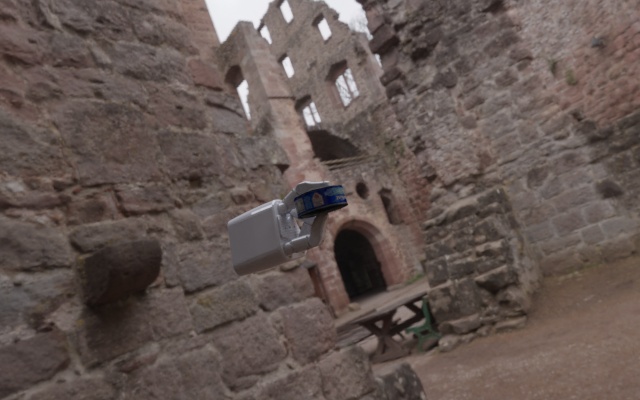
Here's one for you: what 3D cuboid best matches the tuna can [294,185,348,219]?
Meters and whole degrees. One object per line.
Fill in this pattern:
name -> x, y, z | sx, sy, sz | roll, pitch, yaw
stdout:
tuna can -> 0.000, 0.002, 0.783 | 0.086, 0.033, 0.086 | -15, -8, -2
